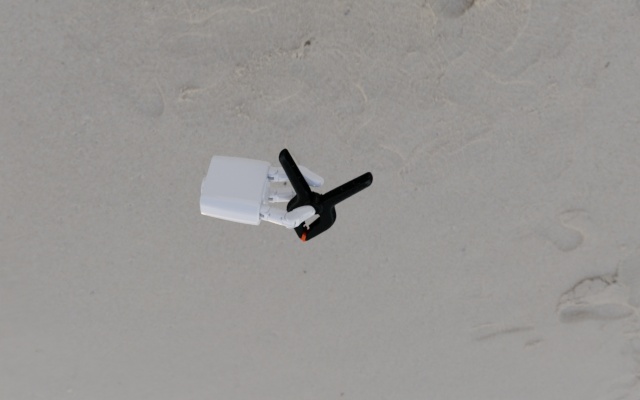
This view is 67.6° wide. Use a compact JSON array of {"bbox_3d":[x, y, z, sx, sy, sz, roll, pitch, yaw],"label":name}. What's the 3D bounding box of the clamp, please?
[{"bbox_3d":[0.000,0.004,0.870,0.164,0.210,0.036,11,45,2],"label":"clamp"}]
